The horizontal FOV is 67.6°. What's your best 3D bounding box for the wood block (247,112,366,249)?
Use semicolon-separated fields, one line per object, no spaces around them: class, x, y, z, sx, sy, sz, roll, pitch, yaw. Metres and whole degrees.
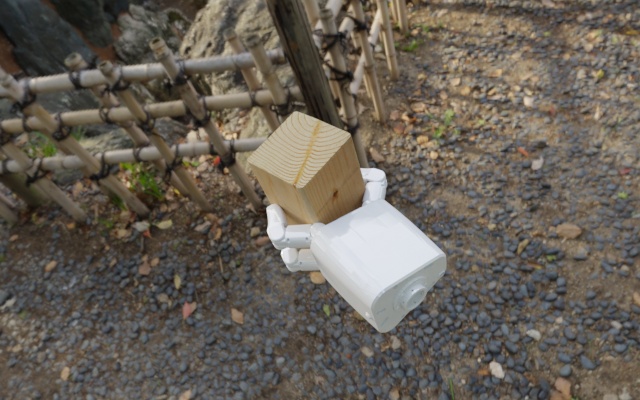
wood block;0.001;0.002;0.608;0.090;0.090;0.206;28;-25;32
